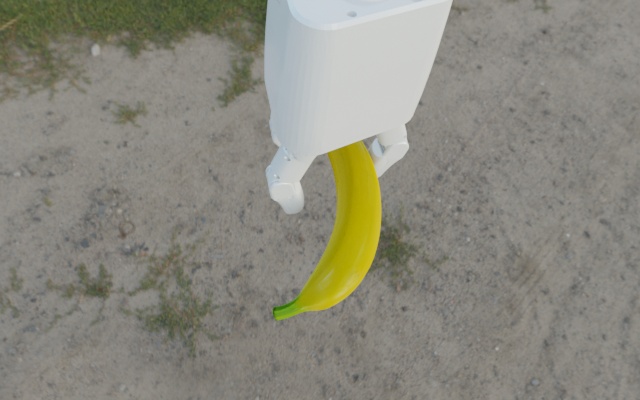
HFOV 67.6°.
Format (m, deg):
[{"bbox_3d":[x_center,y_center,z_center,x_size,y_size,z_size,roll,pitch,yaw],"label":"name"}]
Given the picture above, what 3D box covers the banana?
[{"bbox_3d":[0.017,0.008,0.398,0.069,0.197,0.037,13,-32,3],"label":"banana"}]
